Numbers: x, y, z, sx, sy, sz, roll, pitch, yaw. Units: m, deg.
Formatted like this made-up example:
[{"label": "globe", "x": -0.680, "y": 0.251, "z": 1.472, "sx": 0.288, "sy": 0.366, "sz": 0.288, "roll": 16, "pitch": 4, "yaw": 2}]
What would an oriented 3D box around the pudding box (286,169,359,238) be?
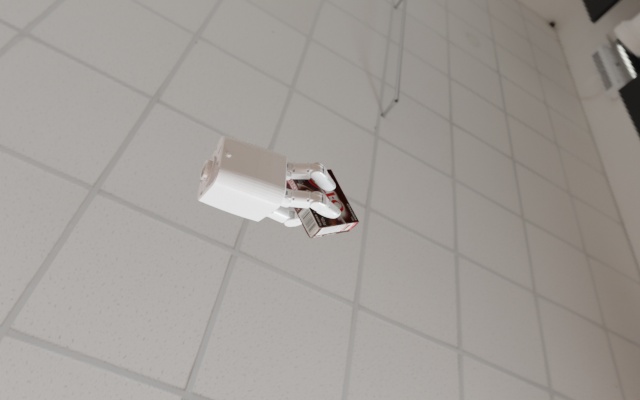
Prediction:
[{"label": "pudding box", "x": 0.000, "y": 0.003, "z": 0.790, "sx": 0.090, "sy": 0.113, "sz": 0.039, "roll": -7, "pitch": -27, "yaw": -41}]
